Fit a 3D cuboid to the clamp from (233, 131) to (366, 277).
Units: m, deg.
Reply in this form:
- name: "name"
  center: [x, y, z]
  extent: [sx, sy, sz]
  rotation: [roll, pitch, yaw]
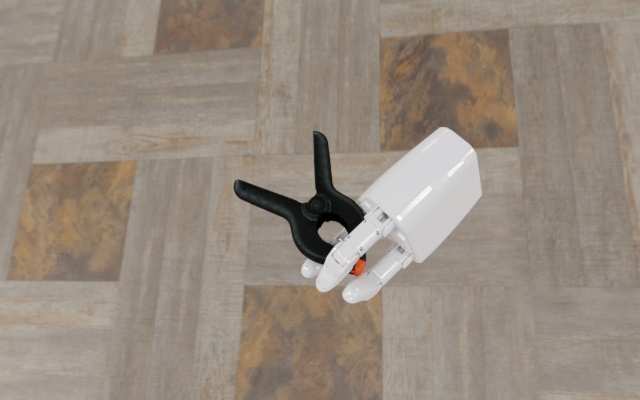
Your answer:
- name: "clamp"
  center: [0.000, 0.002, 0.516]
  extent: [0.171, 0.120, 0.039]
  rotation: [44, -8, 18]
